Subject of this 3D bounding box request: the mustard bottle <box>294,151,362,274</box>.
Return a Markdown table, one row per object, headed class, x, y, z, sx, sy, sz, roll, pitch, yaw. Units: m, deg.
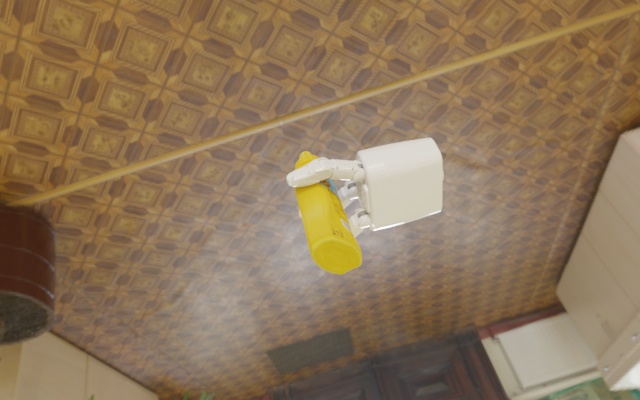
| class | x | y | z | sx | sy | sz | roll | pitch | yaw |
| --- | --- | --- | --- | --- | --- | --- | --- | --- | --- |
| mustard bottle | 0.000 | 0.002 | 0.664 | 0.058 | 0.191 | 0.096 | -29 | -40 | 14 |
